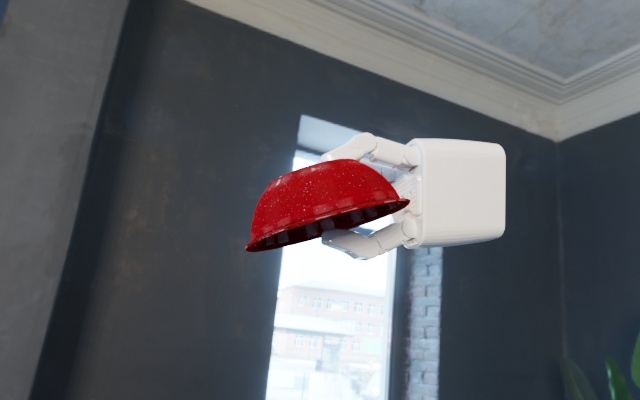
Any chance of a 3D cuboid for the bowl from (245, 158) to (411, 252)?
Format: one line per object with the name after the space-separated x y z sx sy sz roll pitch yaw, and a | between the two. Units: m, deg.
-0.001 0.001 0.457 0.162 0.055 0.162 -16 -9 -3 | bowl
